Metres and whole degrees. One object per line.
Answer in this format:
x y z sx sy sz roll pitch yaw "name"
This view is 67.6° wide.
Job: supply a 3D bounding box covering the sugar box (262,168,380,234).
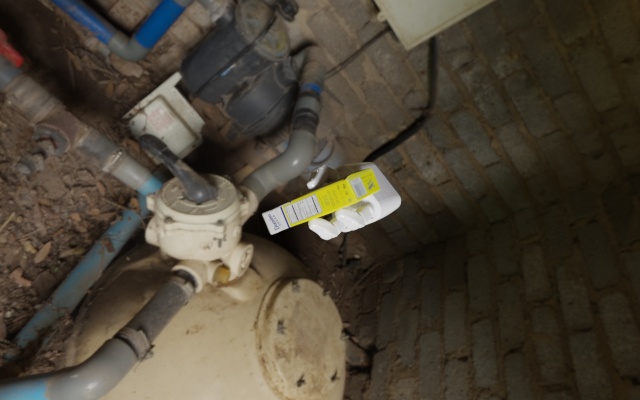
0.000 0.003 0.782 0.176 0.048 0.093 -25 -2 33 "sugar box"
